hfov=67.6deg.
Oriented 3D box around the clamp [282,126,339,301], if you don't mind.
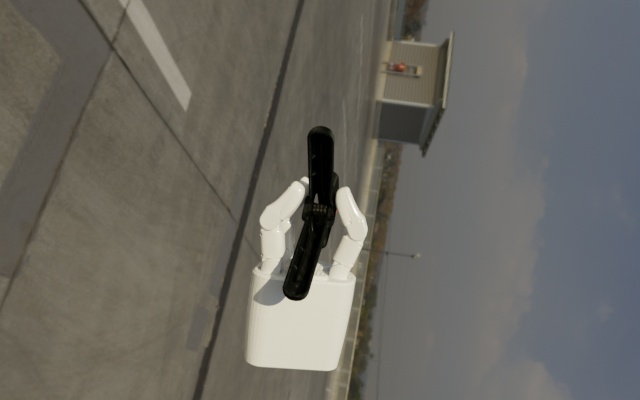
[{"bbox_3d":[0.001,0.002,0.528,0.036,0.164,0.210,11,9,6],"label":"clamp"}]
